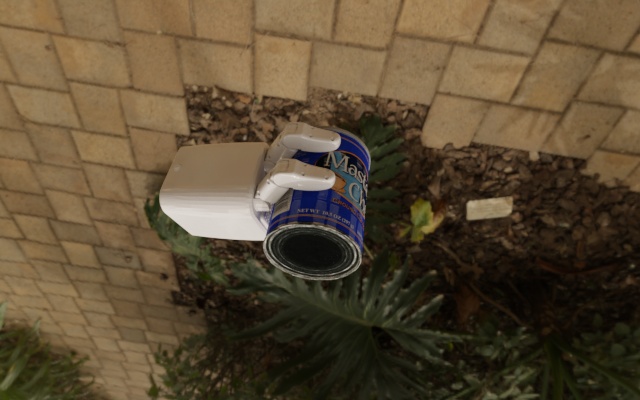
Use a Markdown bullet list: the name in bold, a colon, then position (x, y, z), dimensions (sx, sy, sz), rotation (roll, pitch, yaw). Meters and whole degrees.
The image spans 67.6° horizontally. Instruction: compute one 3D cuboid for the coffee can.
- **coffee can**: position (0.000, 0.002, 0.531), dimensions (0.103, 0.140, 0.103), rotation (6, -39, 5)
